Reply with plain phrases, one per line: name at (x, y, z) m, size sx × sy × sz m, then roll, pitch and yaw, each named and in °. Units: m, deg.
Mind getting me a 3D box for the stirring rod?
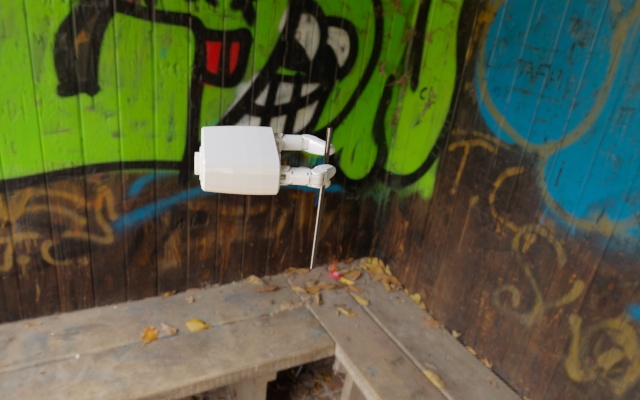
stirring rod at (0.000, 0.003, 0.750) m, size 0.011 × 0.240 × 0.011 m, roll 6°, pitch 23°, yaw -3°
